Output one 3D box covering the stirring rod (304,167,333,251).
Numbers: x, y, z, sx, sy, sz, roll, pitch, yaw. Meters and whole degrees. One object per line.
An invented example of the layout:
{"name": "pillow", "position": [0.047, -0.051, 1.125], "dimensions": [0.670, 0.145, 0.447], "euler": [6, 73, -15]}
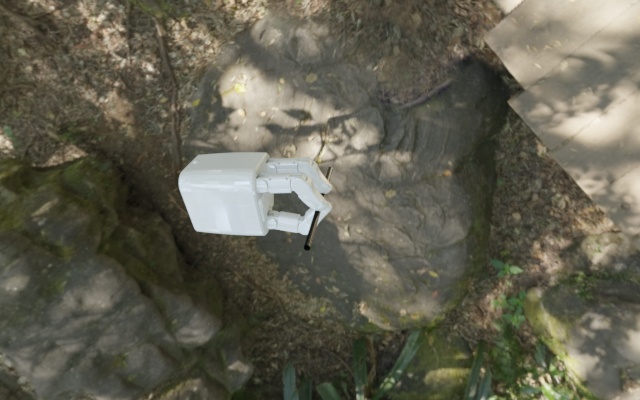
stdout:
{"name": "stirring rod", "position": [0.000, 0.002, 0.663], "dimensions": [0.011, 0.011, 0.239], "euler": [0, 26, 8]}
